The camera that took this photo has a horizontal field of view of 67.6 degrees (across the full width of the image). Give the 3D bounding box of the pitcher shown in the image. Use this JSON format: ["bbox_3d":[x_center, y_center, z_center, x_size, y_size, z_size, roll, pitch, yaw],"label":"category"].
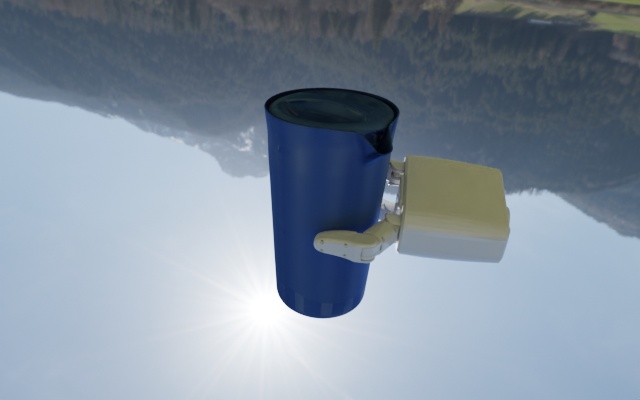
[{"bbox_3d":[0.000,0.002,0.533,0.145,0.243,0.149,7,29,6],"label":"pitcher"}]
